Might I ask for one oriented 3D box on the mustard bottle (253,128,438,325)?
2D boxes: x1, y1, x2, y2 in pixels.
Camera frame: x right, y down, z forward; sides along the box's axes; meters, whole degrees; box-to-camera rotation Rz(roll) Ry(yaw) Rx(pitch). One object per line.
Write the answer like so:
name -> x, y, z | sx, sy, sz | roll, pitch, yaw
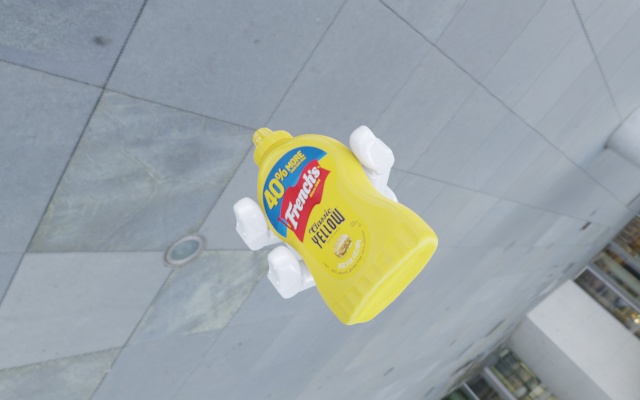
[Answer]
mustard bottle -> 0.000, 0.001, 0.400 | 0.058, 0.096, 0.191 | 8, 35, -54
